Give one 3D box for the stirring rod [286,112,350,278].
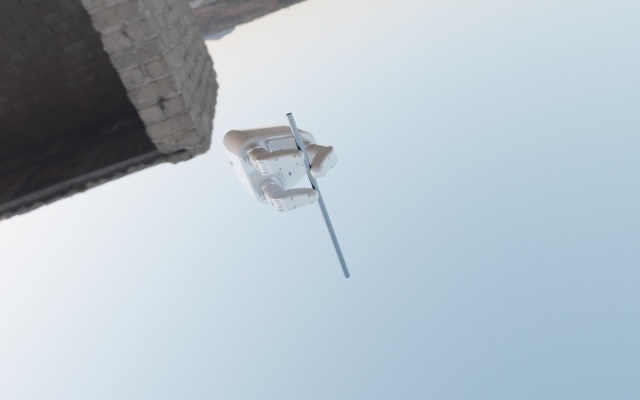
[{"bbox_3d":[0.000,0.002,0.605,0.011,0.240,0.011,-16,25,8],"label":"stirring rod"}]
